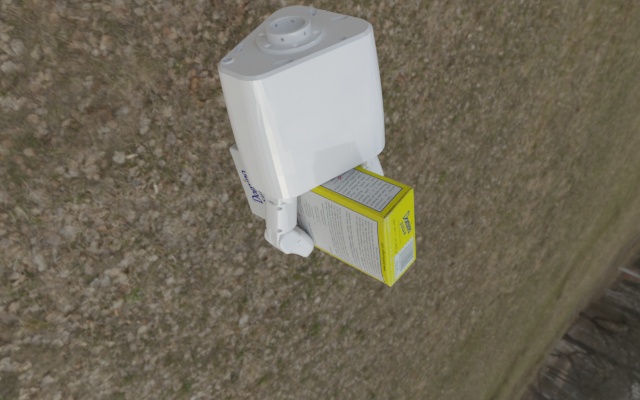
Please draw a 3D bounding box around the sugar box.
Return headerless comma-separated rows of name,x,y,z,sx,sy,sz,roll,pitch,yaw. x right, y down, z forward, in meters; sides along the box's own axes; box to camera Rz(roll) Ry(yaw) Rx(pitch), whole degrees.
sugar box,0.000,0.001,0.435,0.176,0.093,0.048,28,56,33
